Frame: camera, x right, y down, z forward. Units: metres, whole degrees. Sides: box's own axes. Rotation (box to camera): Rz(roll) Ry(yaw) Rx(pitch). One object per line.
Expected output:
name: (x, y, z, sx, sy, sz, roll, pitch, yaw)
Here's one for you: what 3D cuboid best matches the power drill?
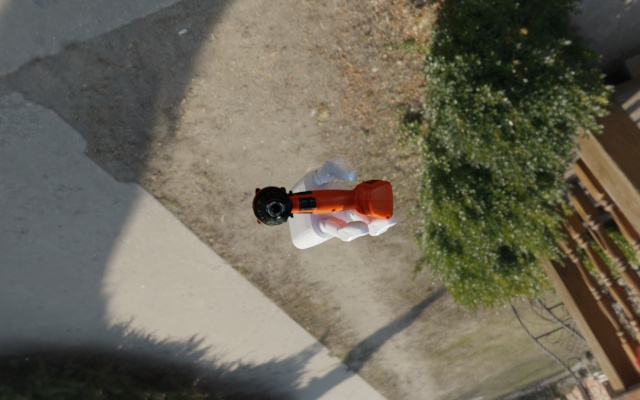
power drill: (0.001, 0.002, 0.656, 0.187, 0.057, 0.184, -2, 4, -9)
